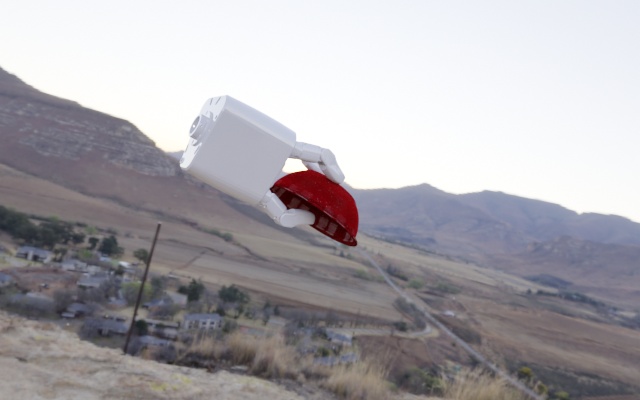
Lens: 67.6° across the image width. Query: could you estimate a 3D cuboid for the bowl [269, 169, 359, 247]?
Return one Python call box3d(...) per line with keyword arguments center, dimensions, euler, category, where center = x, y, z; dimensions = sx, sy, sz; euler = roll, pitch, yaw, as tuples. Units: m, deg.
box3d(center=(0.001, 0.003, 0.715), dimensions=(0.162, 0.055, 0.162), euler=(33, -13, 8), category="bowl")
